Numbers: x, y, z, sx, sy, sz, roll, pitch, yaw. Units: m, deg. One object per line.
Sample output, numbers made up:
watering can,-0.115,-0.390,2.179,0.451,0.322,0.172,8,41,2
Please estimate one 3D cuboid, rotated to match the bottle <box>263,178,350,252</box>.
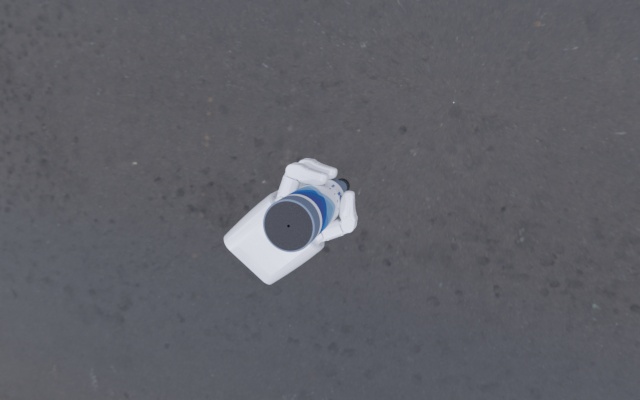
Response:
bottle,0.000,0.002,0.712,0.069,0.069,0.295,0,11,16
